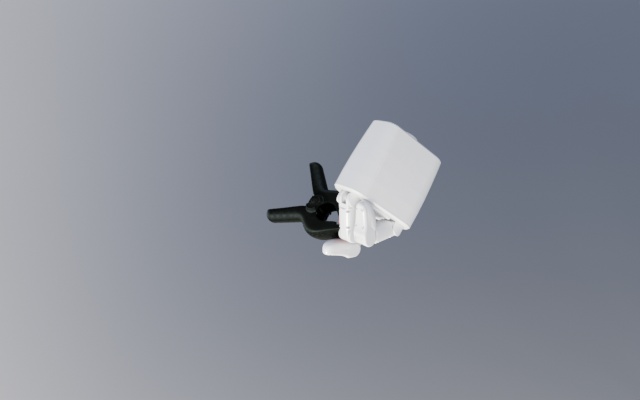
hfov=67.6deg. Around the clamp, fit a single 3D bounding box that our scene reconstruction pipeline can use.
[{"bbox_3d":[0.000,0.002,0.716,0.171,0.120,0.039,22,-13,45],"label":"clamp"}]
